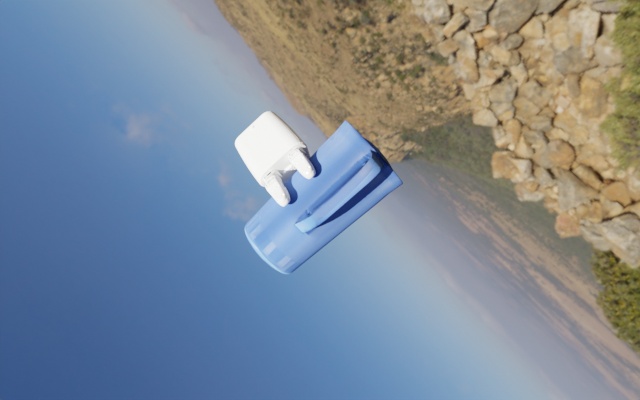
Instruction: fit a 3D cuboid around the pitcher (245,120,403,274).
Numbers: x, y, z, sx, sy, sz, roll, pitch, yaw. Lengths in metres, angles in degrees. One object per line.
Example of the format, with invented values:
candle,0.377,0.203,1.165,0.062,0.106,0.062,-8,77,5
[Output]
pitcher,0.000,0.002,0.745,0.145,0.243,0.149,51,7,35
